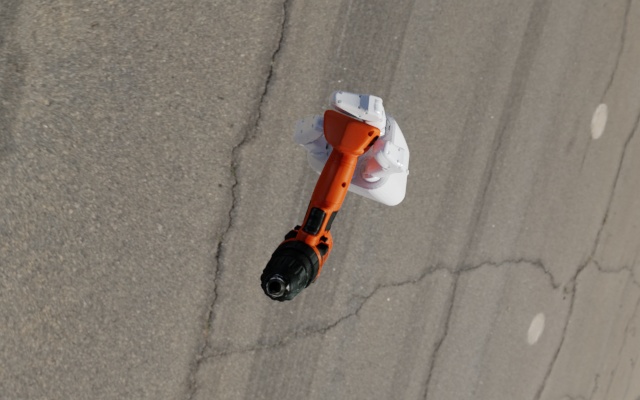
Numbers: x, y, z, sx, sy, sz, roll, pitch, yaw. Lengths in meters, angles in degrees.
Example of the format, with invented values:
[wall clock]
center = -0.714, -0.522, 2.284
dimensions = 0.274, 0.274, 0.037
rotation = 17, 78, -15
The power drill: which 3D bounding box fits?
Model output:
[power drill]
center = 0.000, 0.001, 0.500
dimensions = 0.057, 0.188, 0.184
rotation = 24, 12, 5
